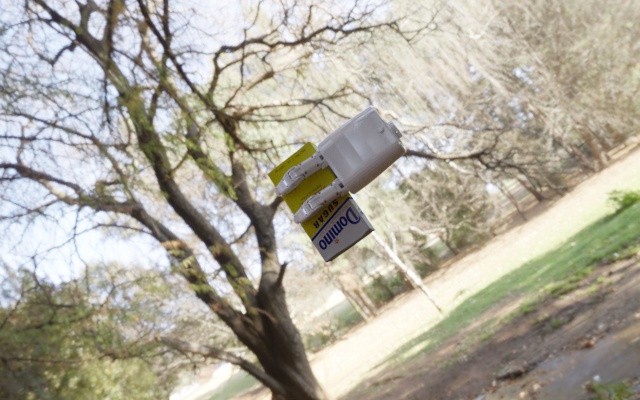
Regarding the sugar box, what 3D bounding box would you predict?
[{"bbox_3d":[0.000,0.002,0.775,0.093,0.176,0.048,-38,-14,12],"label":"sugar box"}]
